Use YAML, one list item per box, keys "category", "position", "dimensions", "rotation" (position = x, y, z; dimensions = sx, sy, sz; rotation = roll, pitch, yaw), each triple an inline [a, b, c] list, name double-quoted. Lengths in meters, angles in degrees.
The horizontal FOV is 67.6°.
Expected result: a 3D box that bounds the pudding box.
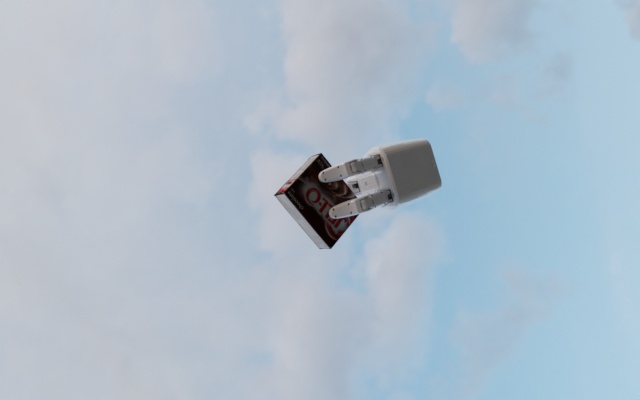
- category: "pudding box"
  position: [0.000, 0.002, 0.701]
  dimensions: [0.090, 0.113, 0.039]
  rotation: [-49, 18, -28]
